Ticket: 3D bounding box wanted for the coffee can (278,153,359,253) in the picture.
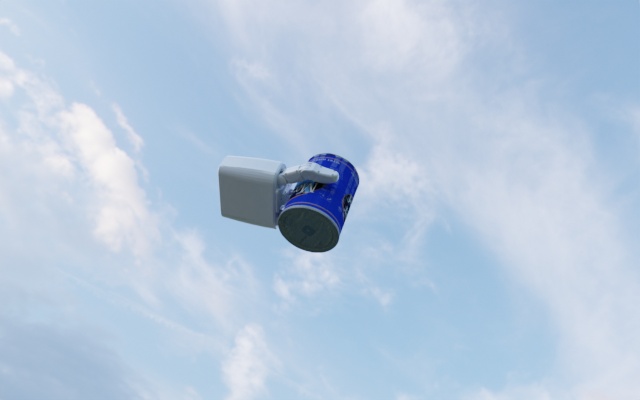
[{"bbox_3d":[0.000,0.003,0.805,0.103,0.103,0.140,0,42,23],"label":"coffee can"}]
